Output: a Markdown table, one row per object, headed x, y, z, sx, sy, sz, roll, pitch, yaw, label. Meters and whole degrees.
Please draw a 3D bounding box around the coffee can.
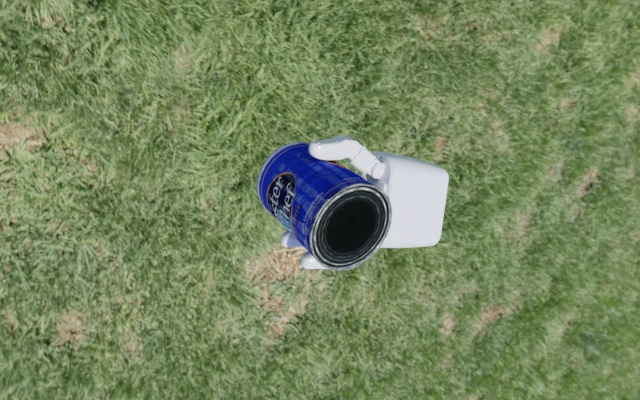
| x | y | z | sx | sy | sz | roll | pitch | yaw | label |
| --- | --- | --- | --- | --- | --- | --- | --- | --- | --- |
| 0.000 | 0.002 | 0.553 | 0.103 | 0.103 | 0.140 | 0 | 24 | -32 | coffee can |
